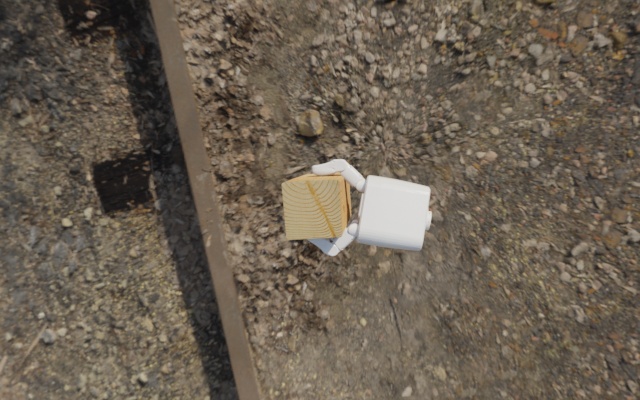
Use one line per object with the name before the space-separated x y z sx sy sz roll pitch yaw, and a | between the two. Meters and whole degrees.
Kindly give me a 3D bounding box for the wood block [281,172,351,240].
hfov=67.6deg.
wood block | 0.000 0.002 0.823 0.090 0.091 0.206 -3 6 8
